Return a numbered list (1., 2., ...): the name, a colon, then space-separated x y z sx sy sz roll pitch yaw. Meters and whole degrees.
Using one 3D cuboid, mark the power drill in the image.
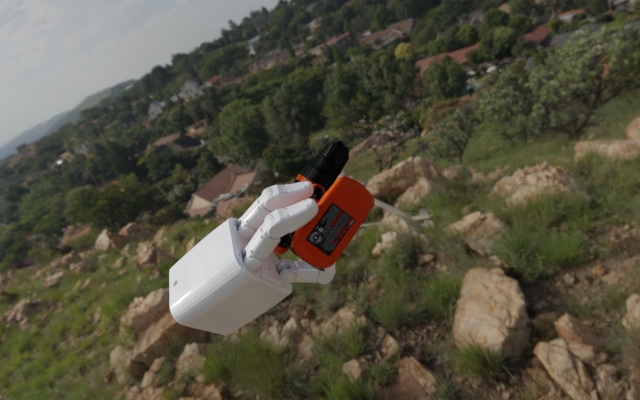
1. power drill: 0.000 0.002 0.609 0.057 0.184 0.187 34 -3 -16
